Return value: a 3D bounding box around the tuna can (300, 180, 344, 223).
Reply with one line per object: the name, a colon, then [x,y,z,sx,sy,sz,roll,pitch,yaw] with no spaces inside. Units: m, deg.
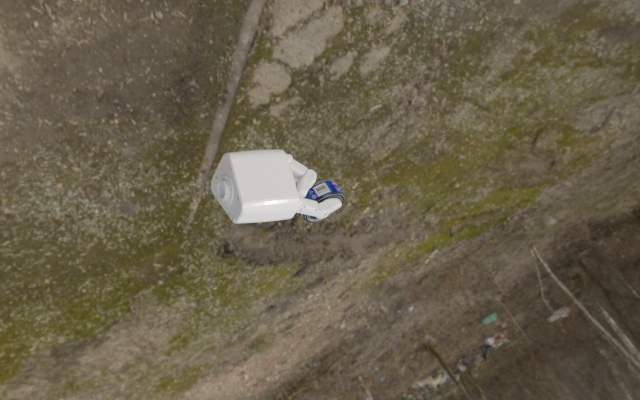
tuna can: [0.000,0.003,0.871,0.086,0.033,0.086,-26,-27,-14]
